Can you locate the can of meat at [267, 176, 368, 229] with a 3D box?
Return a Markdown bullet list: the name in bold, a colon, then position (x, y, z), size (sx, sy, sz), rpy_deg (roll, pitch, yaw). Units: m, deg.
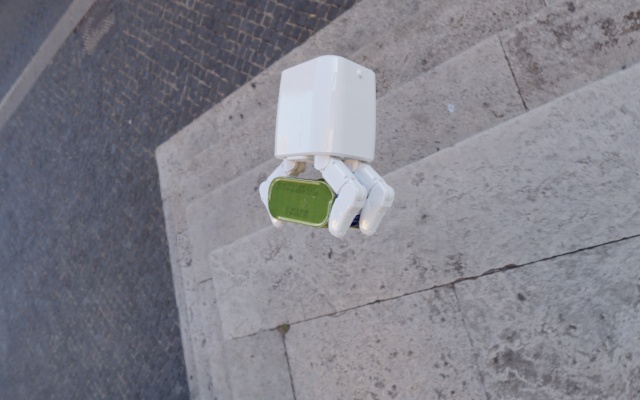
- **can of meat**: position (0.000, 0.002, 0.564), size (0.102, 0.057, 0.084), rpy_deg (8, 3, 38)
